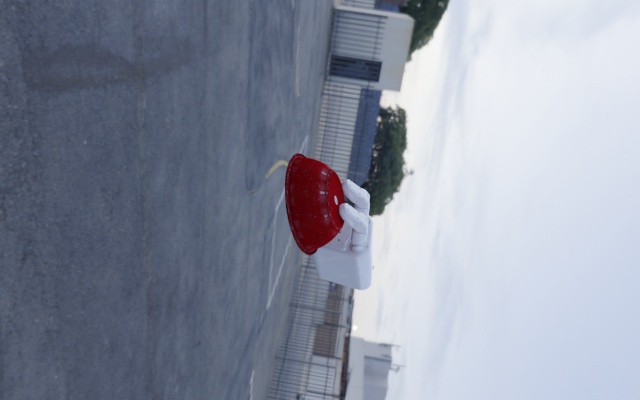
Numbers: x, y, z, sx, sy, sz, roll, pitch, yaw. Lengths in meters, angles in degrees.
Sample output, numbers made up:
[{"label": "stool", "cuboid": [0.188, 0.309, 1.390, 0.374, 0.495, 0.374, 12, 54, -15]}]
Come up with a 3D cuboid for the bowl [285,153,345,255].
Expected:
[{"label": "bowl", "cuboid": [0.000, 0.002, 0.743, 0.055, 0.162, 0.162, -7, -2, 19]}]
